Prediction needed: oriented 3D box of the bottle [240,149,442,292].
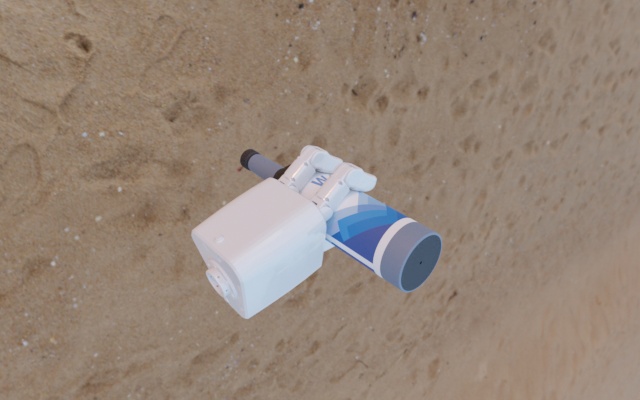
[{"bbox_3d":[0.000,0.002,0.556,0.069,0.069,0.295,0,24,-47],"label":"bottle"}]
